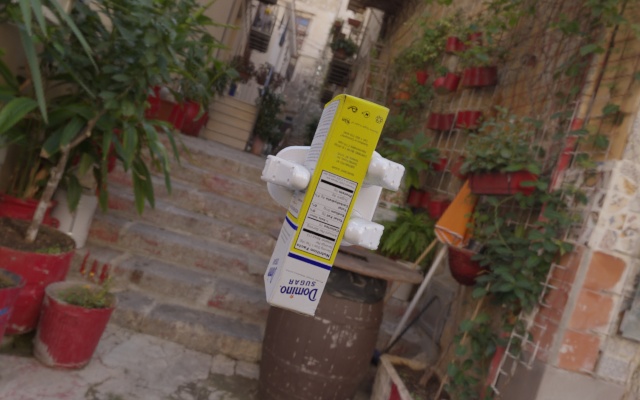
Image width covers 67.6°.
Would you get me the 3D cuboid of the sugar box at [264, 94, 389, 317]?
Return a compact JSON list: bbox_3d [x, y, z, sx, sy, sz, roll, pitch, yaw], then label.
[{"bbox_3d":[0.001,0.001,0.414,0.048,0.176,0.093,17,2,-9],"label":"sugar box"}]
